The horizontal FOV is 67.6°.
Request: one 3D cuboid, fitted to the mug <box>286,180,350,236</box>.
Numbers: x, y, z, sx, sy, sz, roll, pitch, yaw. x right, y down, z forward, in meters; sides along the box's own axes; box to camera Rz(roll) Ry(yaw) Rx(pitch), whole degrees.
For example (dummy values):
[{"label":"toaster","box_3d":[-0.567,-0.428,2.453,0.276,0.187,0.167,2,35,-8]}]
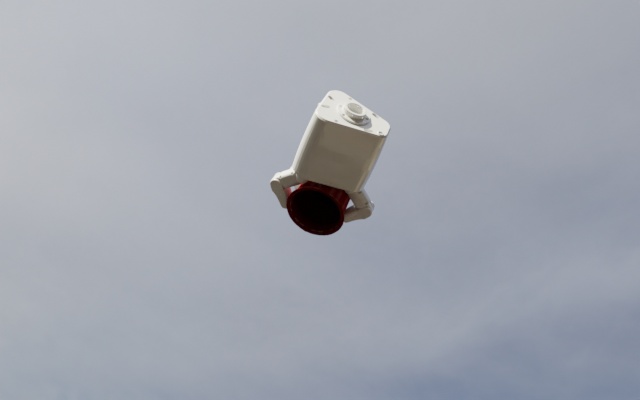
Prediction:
[{"label":"mug","box_3d":[0.000,0.003,0.761,0.093,0.117,0.081,27,42,2]}]
